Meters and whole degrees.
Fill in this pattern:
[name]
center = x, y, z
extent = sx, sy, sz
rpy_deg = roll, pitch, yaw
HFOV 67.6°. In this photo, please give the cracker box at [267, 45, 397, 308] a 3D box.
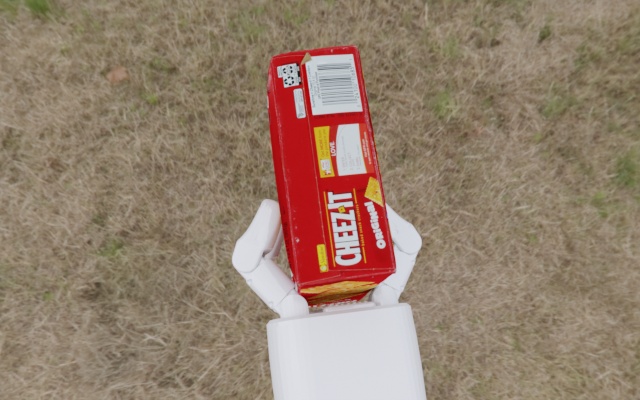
[cracker box]
center = 0.000, 0.001, 0.408
extent = 0.072, 0.164, 0.214
rpy_deg = -7, -16, -5
